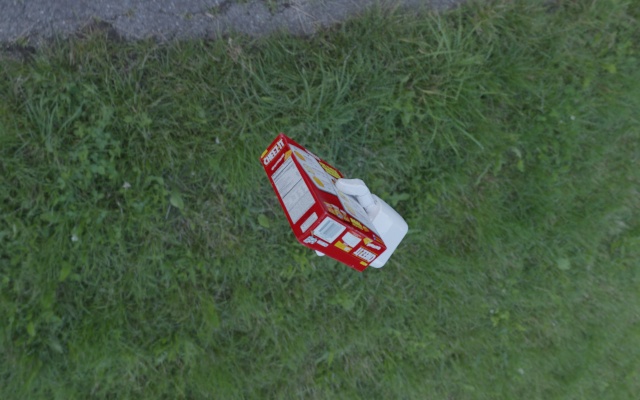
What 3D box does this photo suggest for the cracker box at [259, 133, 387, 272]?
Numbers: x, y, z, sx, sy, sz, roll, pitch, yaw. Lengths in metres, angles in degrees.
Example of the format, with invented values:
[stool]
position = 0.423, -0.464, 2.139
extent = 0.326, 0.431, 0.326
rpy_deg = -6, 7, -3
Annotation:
[cracker box]
position = 0.000, 0.003, 0.800
extent = 0.164, 0.072, 0.213
rpy_deg = 30, 21, -42
